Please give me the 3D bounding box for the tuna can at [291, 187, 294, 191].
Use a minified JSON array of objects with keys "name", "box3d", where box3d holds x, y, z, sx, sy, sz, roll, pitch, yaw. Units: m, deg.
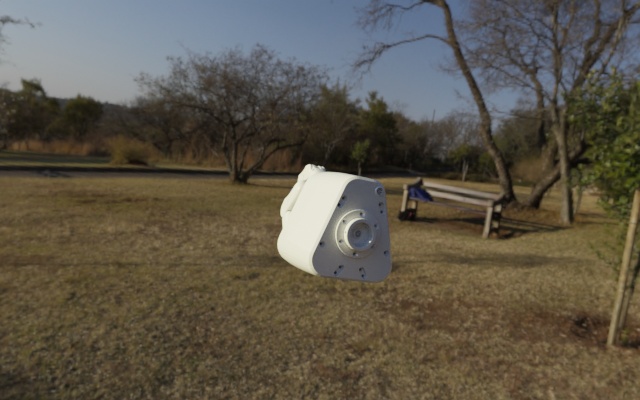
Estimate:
[{"name":"tuna can","box3d":[0.000,0.002,0.655,0.086,0.034,0.086,6,-2,0]}]
